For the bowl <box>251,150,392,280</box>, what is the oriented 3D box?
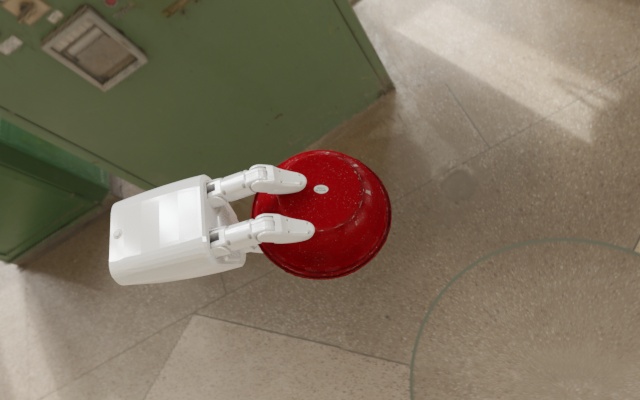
[{"bbox_3d":[0.001,0.001,0.524,0.162,0.162,0.055,0,-26,2],"label":"bowl"}]
